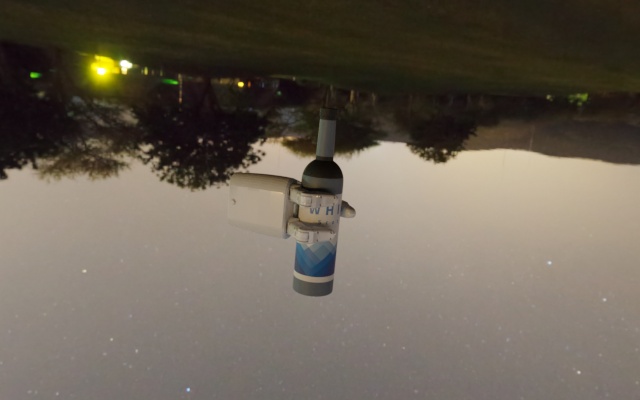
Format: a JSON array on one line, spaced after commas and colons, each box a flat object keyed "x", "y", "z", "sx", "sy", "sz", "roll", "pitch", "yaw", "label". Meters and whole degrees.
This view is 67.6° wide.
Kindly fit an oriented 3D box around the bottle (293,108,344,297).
[{"x": 0.000, "y": 0.003, "z": 0.760, "sx": 0.069, "sy": 0.296, "sz": 0.069, "roll": 5, "pitch": 11, "yaw": -1, "label": "bottle"}]
